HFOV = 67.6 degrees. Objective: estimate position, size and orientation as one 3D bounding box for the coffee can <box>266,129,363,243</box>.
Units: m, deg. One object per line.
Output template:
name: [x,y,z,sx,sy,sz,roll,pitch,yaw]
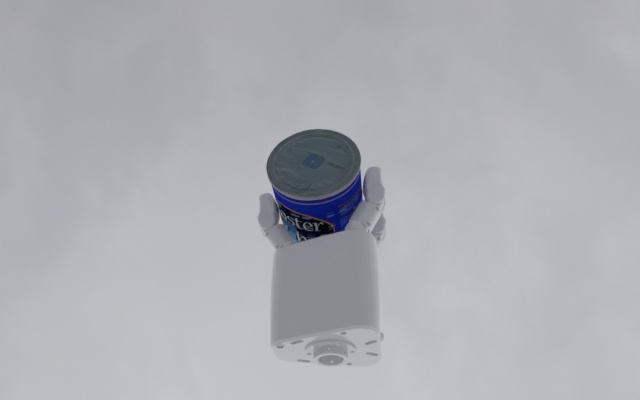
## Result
coffee can: [0.000,0.002,0.564,0.103,0.102,0.140,0,-40,9]
